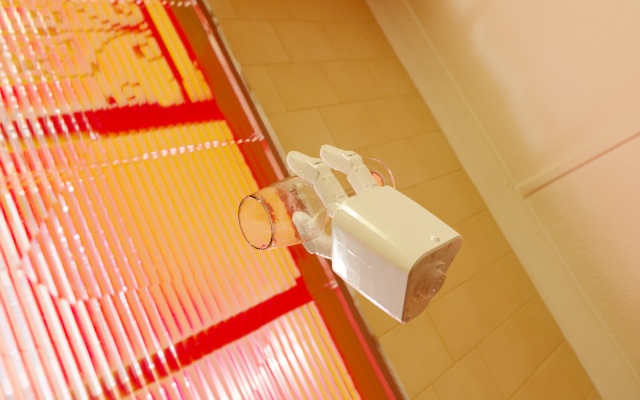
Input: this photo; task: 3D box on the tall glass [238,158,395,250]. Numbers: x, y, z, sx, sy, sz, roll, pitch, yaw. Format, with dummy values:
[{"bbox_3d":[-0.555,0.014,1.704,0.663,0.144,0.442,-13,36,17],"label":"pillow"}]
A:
[{"bbox_3d":[0.000,0.002,0.580,0.201,0.079,0.079,-18,12,-41],"label":"tall glass"}]
